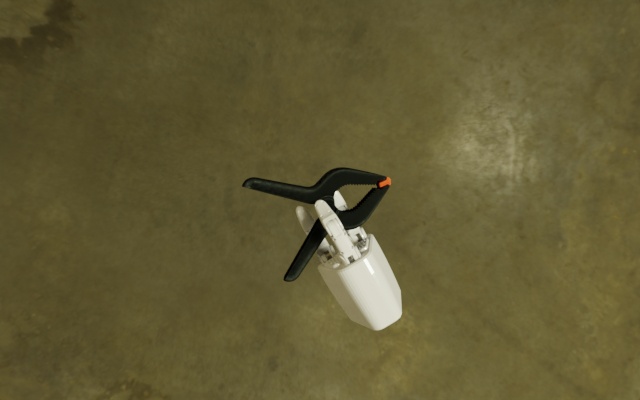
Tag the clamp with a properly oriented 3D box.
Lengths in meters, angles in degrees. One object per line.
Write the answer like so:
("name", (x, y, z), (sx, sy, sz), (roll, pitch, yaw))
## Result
("clamp", (0.001, 0.002, 0.701), (0.210, 0.164, 0.036), (-30, 10, -3))
